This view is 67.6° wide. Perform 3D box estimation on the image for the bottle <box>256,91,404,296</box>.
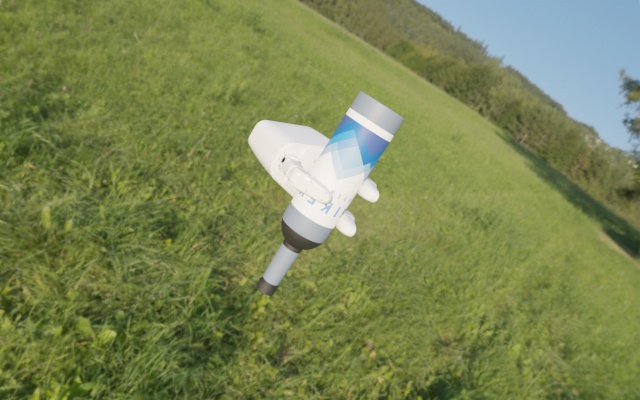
[{"bbox_3d":[0.000,0.002,0.628,0.069,0.296,0.069,31,12,-7],"label":"bottle"}]
